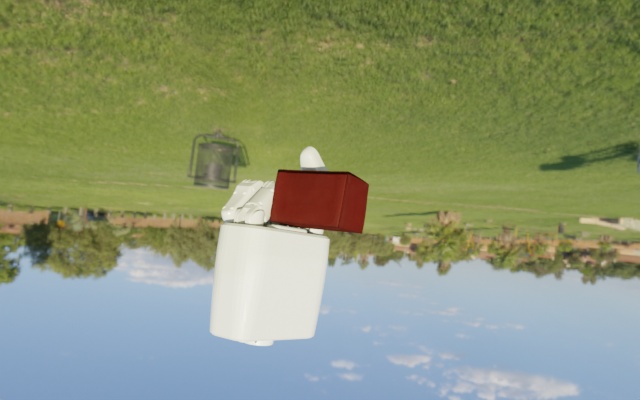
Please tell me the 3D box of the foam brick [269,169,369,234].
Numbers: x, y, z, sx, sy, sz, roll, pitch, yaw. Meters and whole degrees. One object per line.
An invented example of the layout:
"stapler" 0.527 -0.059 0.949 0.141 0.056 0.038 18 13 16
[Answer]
"foam brick" 0.000 0.001 0.459 0.078 0.051 0.053 3 -9 30
